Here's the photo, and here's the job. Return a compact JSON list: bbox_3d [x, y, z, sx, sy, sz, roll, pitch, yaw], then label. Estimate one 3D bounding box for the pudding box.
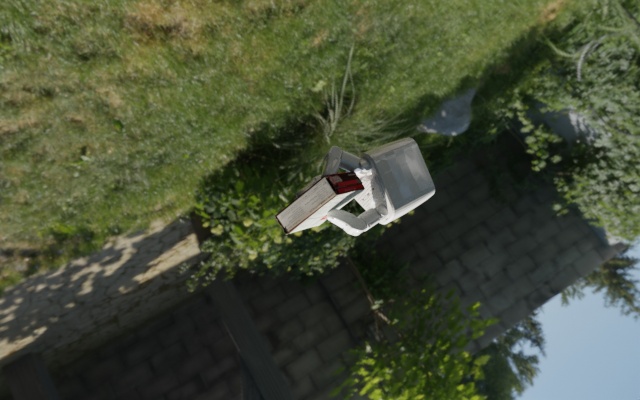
[{"bbox_3d":[0.000,0.002,0.716,0.113,0.039,0.090,-40,-15,28],"label":"pudding box"}]
